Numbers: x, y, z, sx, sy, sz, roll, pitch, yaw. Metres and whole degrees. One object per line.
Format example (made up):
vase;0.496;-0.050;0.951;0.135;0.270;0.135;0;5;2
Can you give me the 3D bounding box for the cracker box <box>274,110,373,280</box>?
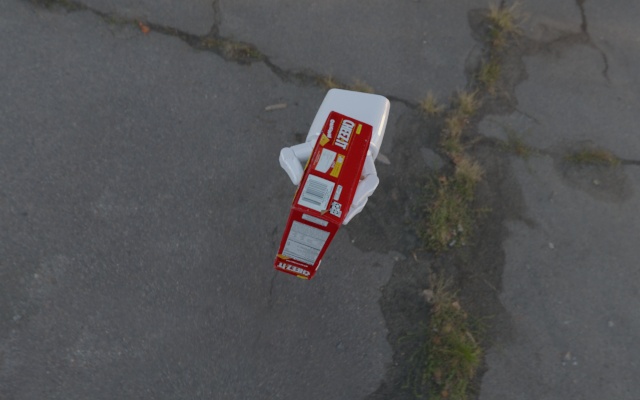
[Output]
cracker box;0.000;0.002;0.694;0.072;0.164;0.214;20;-30;-1
